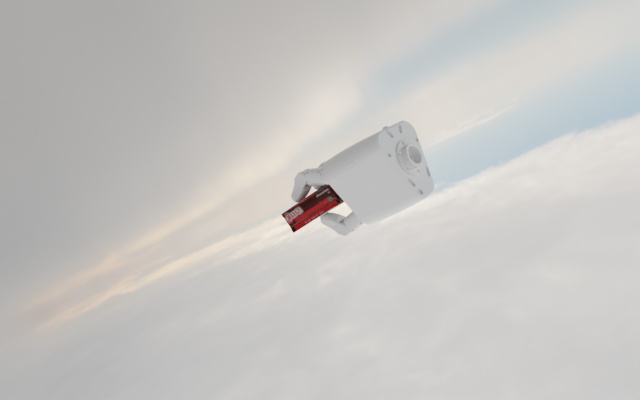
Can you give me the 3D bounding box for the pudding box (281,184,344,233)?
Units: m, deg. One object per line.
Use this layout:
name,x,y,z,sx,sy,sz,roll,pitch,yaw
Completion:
pudding box,0.000,0.003,0.735,0.090,0.039,0.113,-32,-1,18
